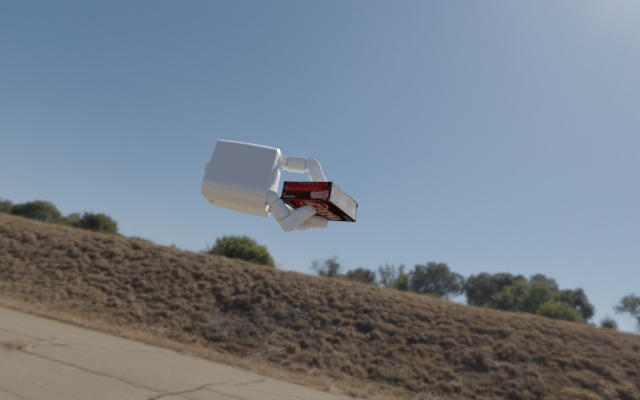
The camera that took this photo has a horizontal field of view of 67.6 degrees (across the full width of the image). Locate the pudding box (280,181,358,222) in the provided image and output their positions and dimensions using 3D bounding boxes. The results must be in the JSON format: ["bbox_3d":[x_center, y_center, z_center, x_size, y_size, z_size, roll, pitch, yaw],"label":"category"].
[{"bbox_3d":[0.000,0.002,0.789,0.090,0.039,0.113,3,-16,28],"label":"pudding box"}]
